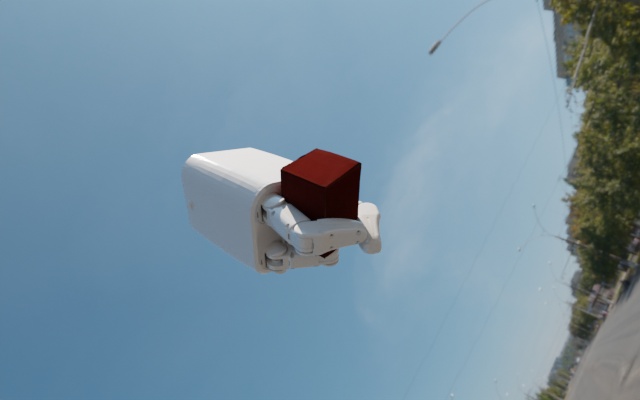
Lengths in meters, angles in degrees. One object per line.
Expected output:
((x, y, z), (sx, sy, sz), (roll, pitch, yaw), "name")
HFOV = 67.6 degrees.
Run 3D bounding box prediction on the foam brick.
((0.000, 0.001, 0.430), (0.051, 0.078, 0.053), (25, 41, 31), "foam brick")
